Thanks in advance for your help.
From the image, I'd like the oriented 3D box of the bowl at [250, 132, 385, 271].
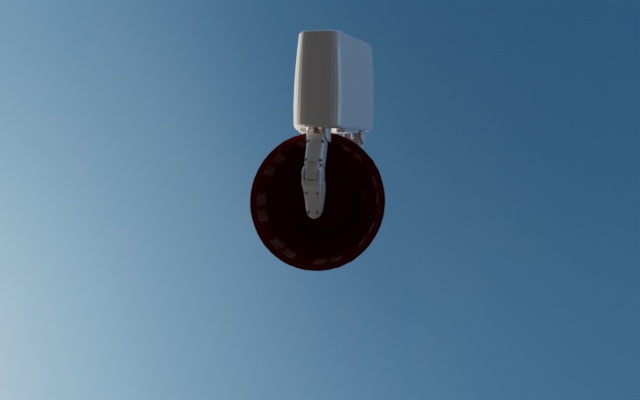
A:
[{"bbox_3d":[0.000,0.003,0.575,0.162,0.162,0.055,0,-3,15],"label":"bowl"}]
